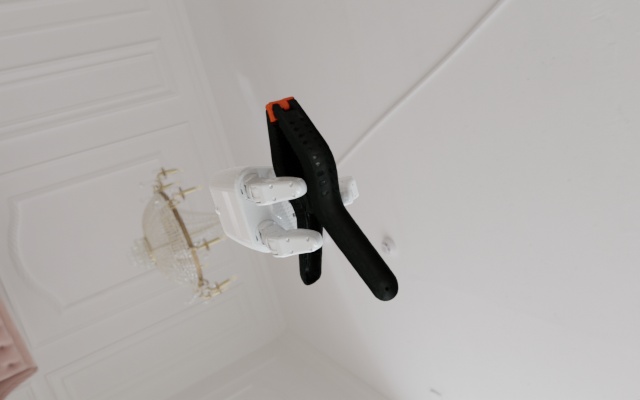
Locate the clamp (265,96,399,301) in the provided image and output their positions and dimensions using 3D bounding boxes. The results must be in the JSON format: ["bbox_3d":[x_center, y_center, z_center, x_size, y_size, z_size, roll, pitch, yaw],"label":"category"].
[{"bbox_3d":[0.000,0.001,0.467,0.036,0.210,0.164,-23,14,-29],"label":"clamp"}]
